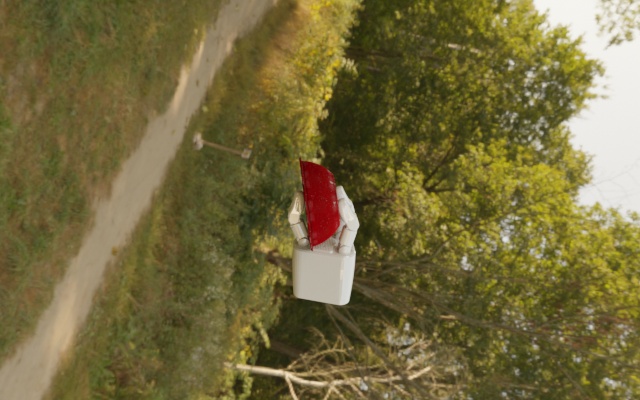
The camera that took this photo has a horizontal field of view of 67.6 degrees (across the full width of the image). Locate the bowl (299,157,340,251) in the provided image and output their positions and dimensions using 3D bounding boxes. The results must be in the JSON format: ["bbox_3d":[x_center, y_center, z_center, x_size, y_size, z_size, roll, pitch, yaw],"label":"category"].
[{"bbox_3d":[0.000,0.002,0.816,0.055,0.162,0.162,-8,0,-1],"label":"bowl"}]
